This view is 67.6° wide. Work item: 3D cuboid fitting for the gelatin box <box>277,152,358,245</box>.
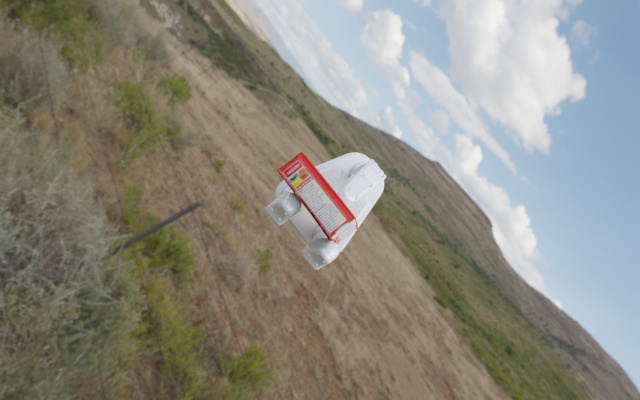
[{"bbox_3d":[0.000,0.001,0.430,0.030,0.073,0.089,-38,-10,-1],"label":"gelatin box"}]
